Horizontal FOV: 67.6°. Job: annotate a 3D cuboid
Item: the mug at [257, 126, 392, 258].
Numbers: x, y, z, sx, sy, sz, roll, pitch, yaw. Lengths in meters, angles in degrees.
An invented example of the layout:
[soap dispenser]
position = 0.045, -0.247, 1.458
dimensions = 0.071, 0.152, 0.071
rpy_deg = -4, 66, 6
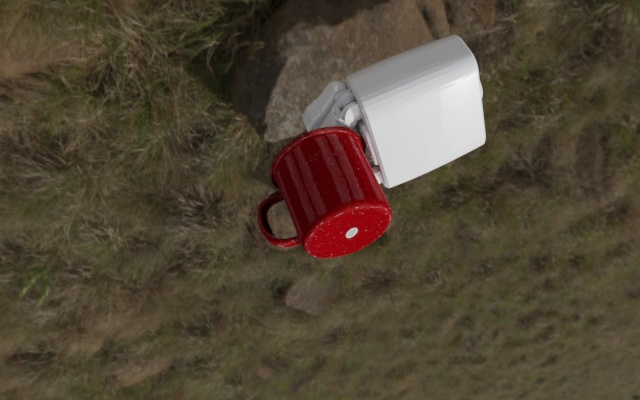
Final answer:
[mug]
position = -0.001, 0.002, 0.419
dimensions = 0.117, 0.081, 0.093
rpy_deg = -24, -32, 2
